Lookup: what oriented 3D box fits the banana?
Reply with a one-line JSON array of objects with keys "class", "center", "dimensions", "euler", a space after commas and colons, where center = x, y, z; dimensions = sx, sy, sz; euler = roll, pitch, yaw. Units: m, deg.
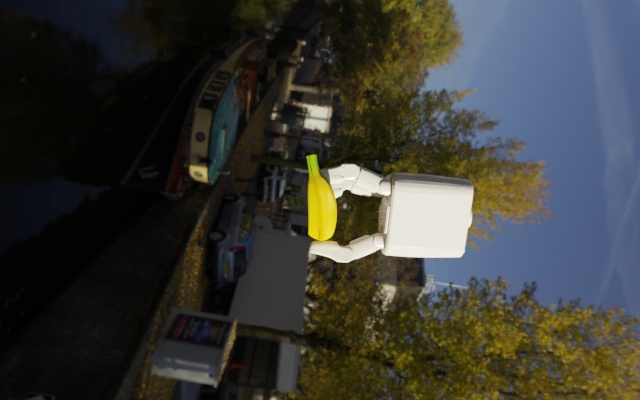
[{"class": "banana", "center": [0.001, 0.017, 0.632], "dimensions": [0.037, 0.069, 0.198], "euler": [-2, -27, -2]}]
